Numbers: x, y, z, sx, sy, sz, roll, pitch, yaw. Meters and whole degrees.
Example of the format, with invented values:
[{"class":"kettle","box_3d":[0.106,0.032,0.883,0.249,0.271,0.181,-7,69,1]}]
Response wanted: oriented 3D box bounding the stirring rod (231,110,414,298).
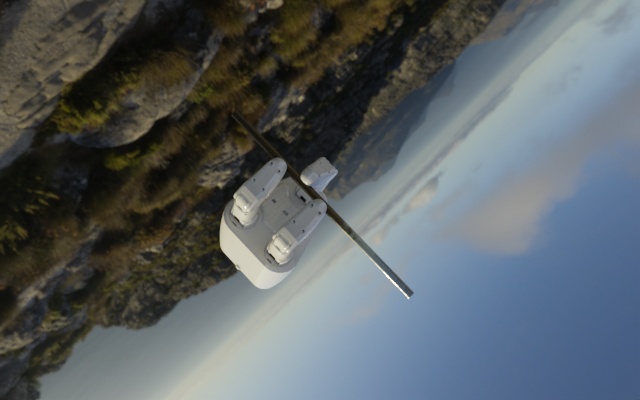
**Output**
[{"class":"stirring rod","box_3d":[0.000,0.001,0.451,0.011,0.239,0.011,-44,-5,-5]}]
